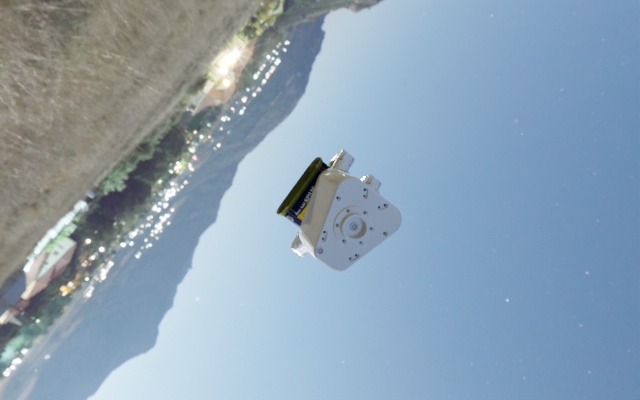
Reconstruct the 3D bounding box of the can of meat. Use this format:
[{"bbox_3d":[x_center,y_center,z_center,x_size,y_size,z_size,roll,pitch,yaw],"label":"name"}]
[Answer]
[{"bbox_3d":[0.000,0.003,0.693,0.084,0.102,0.057,37,-4,-12],"label":"can of meat"}]
